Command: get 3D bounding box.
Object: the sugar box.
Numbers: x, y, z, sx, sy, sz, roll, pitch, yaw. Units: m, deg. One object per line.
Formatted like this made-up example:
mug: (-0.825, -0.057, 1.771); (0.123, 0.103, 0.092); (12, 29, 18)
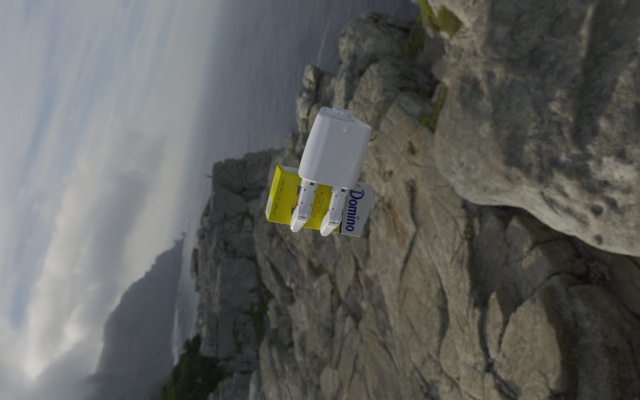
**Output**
sugar box: (0.000, 0.003, 0.832); (0.176, 0.093, 0.048); (11, 19, -17)
